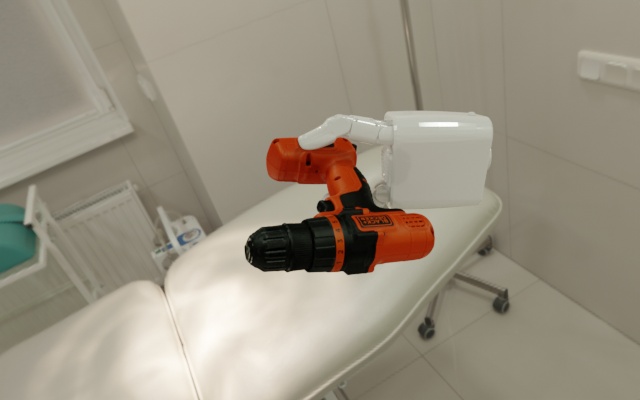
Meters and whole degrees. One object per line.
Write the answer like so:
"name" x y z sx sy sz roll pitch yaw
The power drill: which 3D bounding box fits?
"power drill" 0.000 0.001 0.495 0.184 0.057 0.187 -1 37 -22
